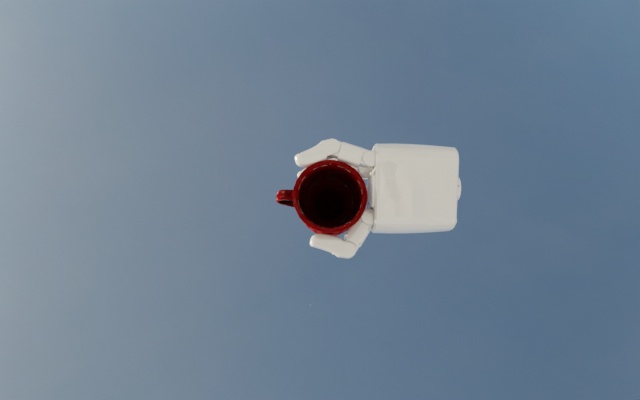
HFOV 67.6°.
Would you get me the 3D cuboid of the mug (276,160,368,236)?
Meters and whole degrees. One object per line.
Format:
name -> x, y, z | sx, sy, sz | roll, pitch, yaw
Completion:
mug -> -0.001, 0.002, 0.630 | 0.117, 0.093, 0.081 | 2, -12, 1
